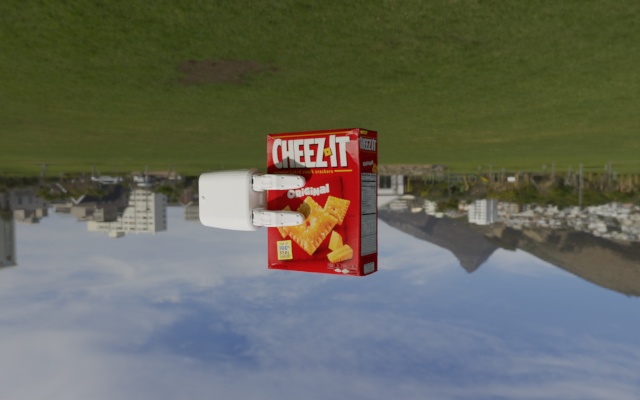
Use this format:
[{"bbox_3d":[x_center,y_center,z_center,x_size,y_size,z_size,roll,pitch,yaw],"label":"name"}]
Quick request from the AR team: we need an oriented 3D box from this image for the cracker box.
[{"bbox_3d":[0.000,0.003,0.728,0.164,0.213,0.072,1,2,31],"label":"cracker box"}]
